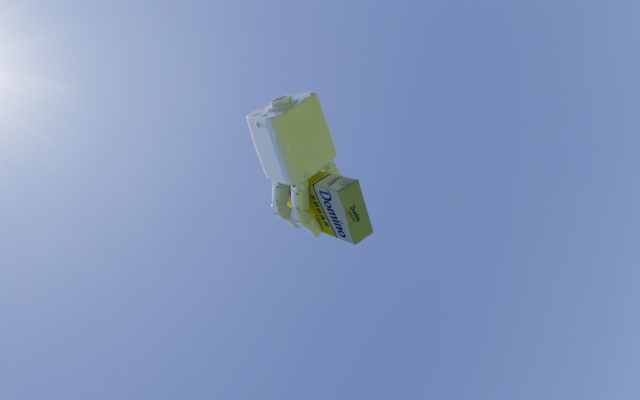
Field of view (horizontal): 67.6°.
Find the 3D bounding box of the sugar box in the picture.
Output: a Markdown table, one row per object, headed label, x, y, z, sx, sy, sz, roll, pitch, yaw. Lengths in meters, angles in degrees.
| label | x | y | z | sx | sy | sz | roll | pitch | yaw |
| --- | --- | --- | --- | --- | --- | --- | --- | --- | --- |
| sugar box | 0.000 | 0.003 | 0.750 | 0.048 | 0.093 | 0.176 | -31 | 27 | -25 |
